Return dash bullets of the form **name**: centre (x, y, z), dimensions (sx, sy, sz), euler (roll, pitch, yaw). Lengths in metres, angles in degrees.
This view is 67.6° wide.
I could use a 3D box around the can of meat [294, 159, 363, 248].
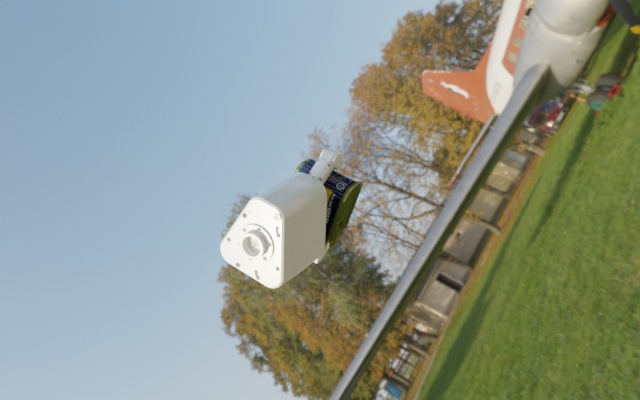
- **can of meat**: centre (0.000, 0.002, 0.674), dimensions (0.084, 0.102, 0.057), euler (28, 31, 16)
